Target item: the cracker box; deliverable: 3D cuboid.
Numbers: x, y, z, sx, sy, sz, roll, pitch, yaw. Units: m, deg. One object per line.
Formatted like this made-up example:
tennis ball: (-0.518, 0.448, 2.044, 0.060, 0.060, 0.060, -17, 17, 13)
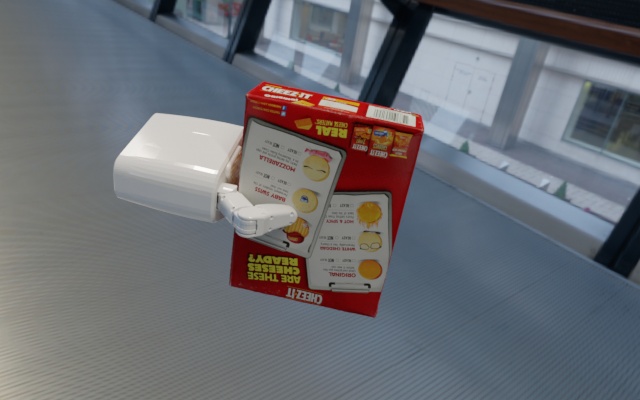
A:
cracker box: (0.000, 0.002, 0.493, 0.164, 0.214, 0.072, 12, 27, 4)
